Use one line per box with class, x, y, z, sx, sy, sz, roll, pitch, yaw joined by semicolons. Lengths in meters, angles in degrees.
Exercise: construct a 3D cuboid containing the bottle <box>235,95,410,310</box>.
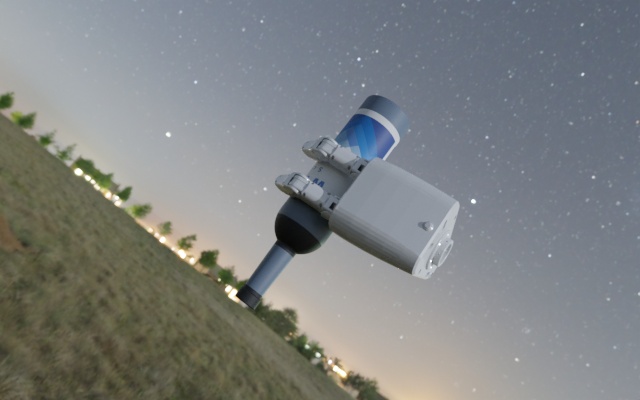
bottle;0.000;0.002;0.574;0.069;0.295;0.069;34;-15;11
